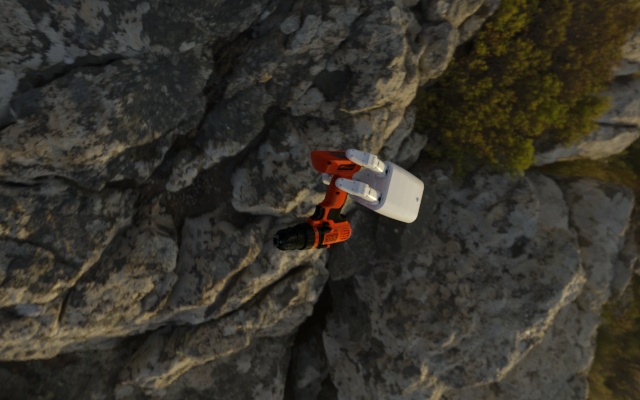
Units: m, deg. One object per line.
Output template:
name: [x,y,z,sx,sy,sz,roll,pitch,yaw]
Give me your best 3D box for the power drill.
power drill: [0.000,0.002,0.885,0.184,0.188,0.057,-7,30,-46]
